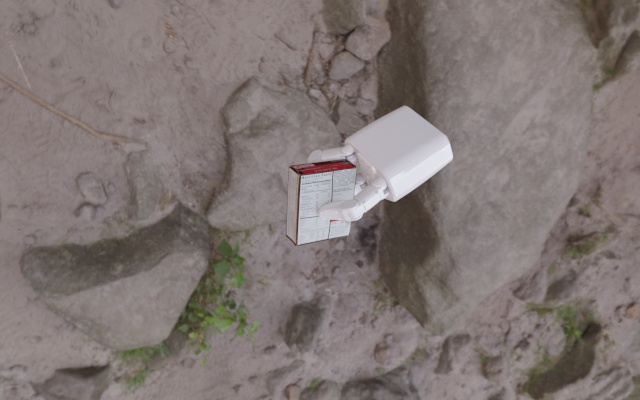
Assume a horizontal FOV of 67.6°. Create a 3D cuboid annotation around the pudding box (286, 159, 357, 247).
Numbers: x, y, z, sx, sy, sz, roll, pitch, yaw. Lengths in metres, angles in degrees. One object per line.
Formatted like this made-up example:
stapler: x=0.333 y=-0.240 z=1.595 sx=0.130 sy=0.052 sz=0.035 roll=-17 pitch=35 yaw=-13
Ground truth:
pudding box: x=0.000 y=0.002 z=0.667 sx=0.090 sy=0.113 sz=0.039 roll=-8 pitch=27 yaw=-25
